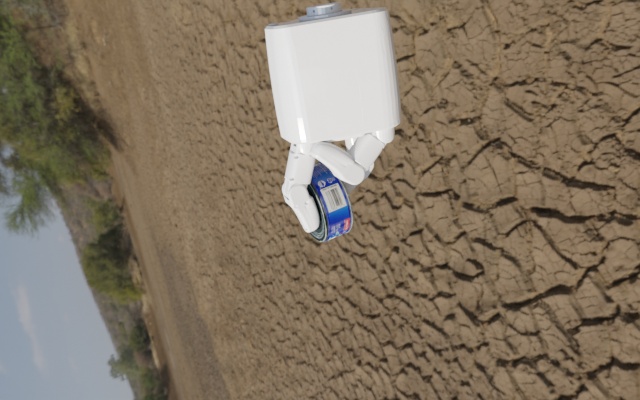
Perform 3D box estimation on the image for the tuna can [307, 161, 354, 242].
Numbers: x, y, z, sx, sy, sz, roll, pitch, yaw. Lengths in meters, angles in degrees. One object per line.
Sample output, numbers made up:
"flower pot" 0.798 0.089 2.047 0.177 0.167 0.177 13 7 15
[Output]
"tuna can" 0.000 0.002 0.526 0.034 0.086 0.086 -22 8 -20
